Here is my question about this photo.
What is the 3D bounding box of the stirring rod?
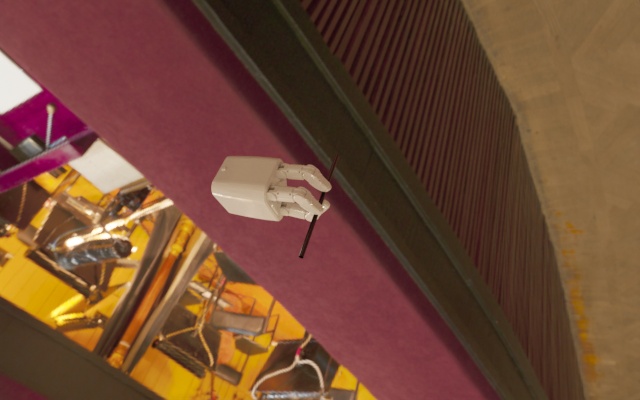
[{"bbox_3d":[0.000,0.003,0.843,0.011,0.239,0.011,12,-40,10],"label":"stirring rod"}]
